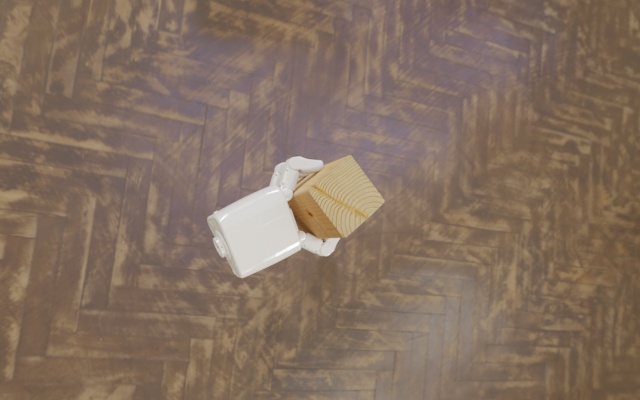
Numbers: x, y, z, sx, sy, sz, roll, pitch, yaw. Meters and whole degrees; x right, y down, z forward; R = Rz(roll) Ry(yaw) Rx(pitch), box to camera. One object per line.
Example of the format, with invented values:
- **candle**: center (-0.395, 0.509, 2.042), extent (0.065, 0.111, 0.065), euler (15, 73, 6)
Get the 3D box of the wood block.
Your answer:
- **wood block**: center (0.000, 0.003, 0.778), extent (0.090, 0.091, 0.206), euler (-41, 11, -20)
